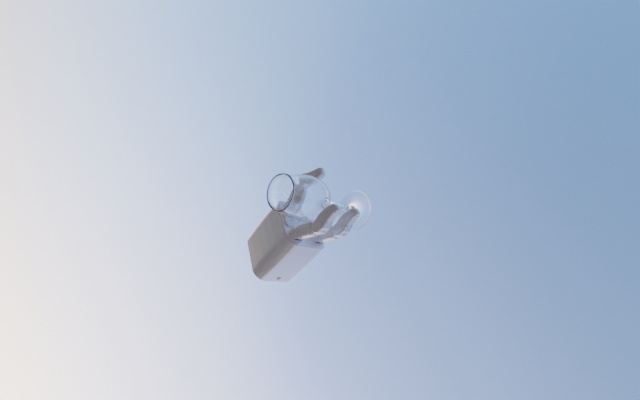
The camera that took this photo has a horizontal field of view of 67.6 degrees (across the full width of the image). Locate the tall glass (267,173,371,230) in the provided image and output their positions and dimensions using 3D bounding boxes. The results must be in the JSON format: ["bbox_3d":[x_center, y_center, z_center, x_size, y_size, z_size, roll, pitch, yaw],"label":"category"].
[{"bbox_3d":[0.001,0.003,0.826,0.079,0.079,0.201,0,-9,41],"label":"tall glass"}]
